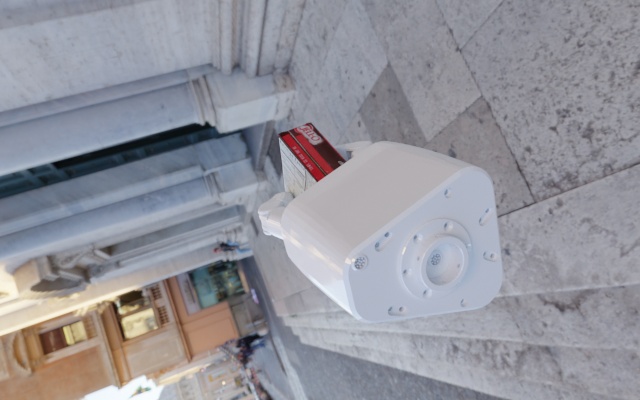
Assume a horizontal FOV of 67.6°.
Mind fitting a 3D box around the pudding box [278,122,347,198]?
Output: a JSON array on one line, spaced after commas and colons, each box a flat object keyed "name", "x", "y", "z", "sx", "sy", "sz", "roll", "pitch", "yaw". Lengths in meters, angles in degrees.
[{"name": "pudding box", "x": 0.000, "y": 0.001, "z": 0.426, "sx": 0.039, "sy": 0.114, "sz": 0.090, "roll": -20, "pitch": 47, "yaw": -19}]
